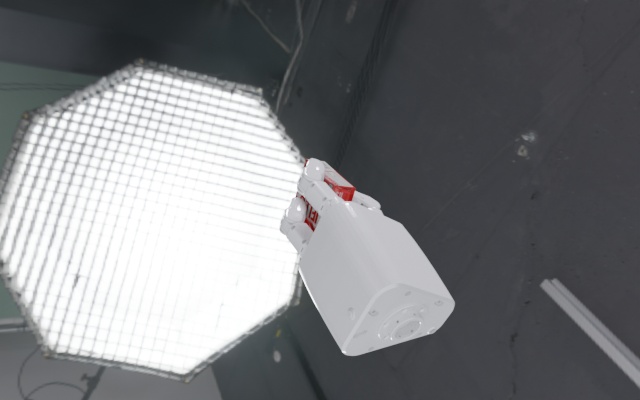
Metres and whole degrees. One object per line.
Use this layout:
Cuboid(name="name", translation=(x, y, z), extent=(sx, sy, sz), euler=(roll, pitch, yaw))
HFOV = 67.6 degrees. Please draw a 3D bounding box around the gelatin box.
Cuboid(name="gelatin box", translation=(0.000, 0.002, 0.546), extent=(0.030, 0.073, 0.089), euler=(7, 21, -27))
